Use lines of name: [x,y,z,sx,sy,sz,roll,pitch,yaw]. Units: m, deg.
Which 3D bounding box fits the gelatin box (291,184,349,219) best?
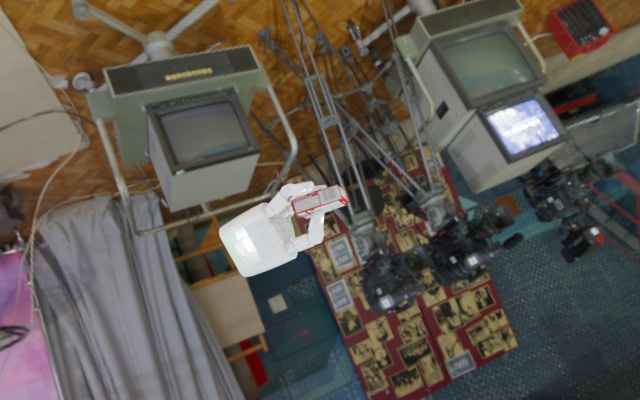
gelatin box: [0.001,0.003,0.849,0.089,0.030,0.073,-19,-12,11]
